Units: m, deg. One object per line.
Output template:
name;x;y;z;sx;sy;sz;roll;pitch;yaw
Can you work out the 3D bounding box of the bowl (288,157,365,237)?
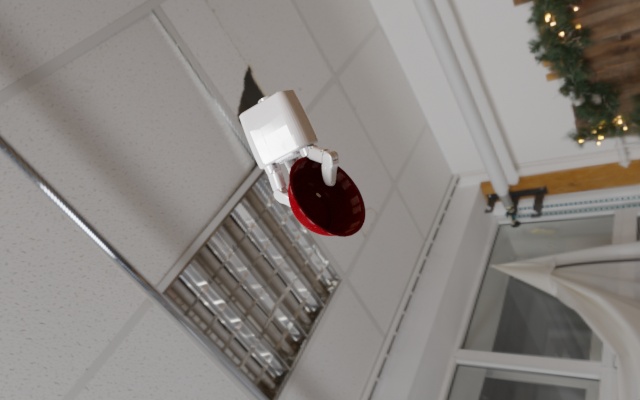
bowl;0.000;0.004;0.835;0.162;0.162;0.055;0;-31;-42
